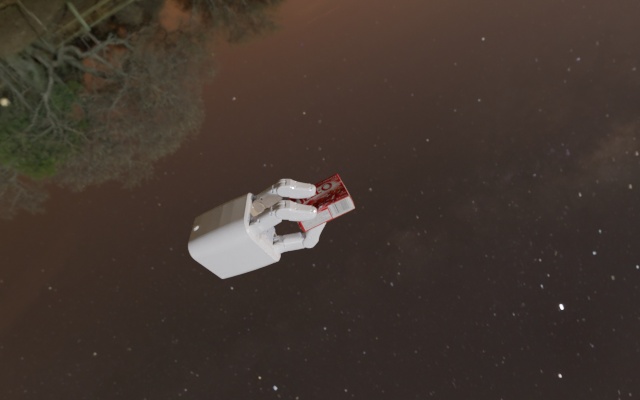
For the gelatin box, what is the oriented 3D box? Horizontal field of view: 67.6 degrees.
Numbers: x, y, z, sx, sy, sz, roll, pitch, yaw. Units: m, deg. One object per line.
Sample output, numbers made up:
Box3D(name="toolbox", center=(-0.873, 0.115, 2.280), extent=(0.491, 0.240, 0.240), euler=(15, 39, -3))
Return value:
Box3D(name="gelatin box", center=(0.001, 0.003, 0.746), extent=(0.089, 0.030, 0.073), euler=(-25, 33, 0))
